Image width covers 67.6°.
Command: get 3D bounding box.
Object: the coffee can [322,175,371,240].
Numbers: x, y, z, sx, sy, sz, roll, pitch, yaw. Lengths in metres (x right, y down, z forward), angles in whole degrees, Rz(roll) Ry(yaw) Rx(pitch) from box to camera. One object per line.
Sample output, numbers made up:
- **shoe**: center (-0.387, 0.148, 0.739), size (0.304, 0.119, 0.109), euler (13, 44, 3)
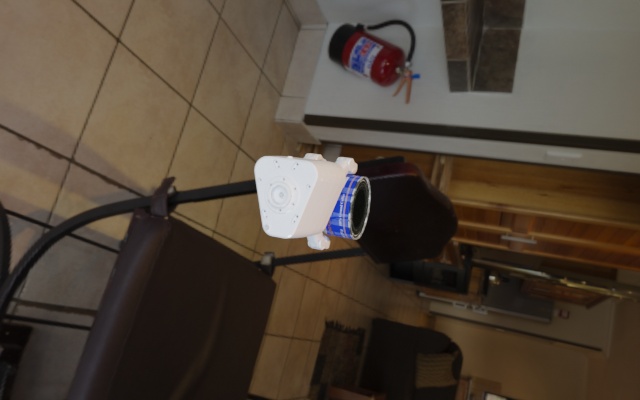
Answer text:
- **coffee can**: center (0.000, 0.003, 0.780), size (0.140, 0.103, 0.103), euler (9, 3, 21)
